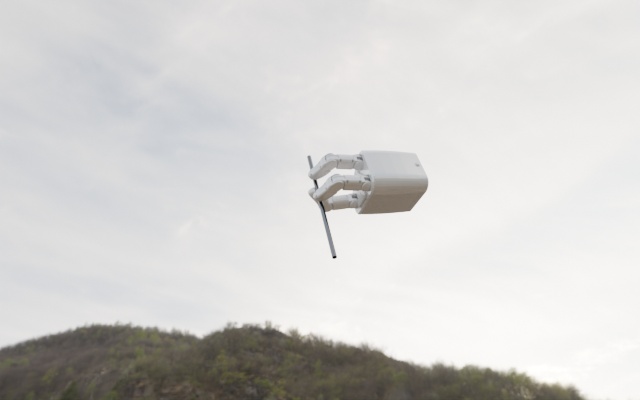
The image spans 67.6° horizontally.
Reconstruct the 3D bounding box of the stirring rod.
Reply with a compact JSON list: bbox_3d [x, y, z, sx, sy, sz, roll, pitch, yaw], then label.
[{"bbox_3d":[0.000,0.003,0.815,0.011,0.239,0.011,-7,-44,-7],"label":"stirring rod"}]
